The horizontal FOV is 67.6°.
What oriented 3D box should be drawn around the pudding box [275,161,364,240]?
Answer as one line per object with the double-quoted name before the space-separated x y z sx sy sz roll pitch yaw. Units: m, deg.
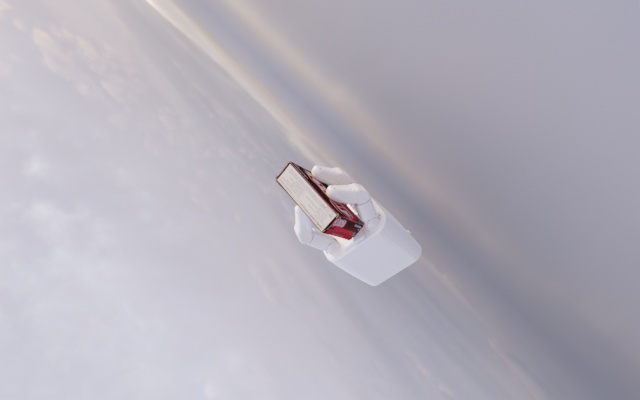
"pudding box" 0.000 0.002 0.668 0.113 0.039 0.090 46 10 27
